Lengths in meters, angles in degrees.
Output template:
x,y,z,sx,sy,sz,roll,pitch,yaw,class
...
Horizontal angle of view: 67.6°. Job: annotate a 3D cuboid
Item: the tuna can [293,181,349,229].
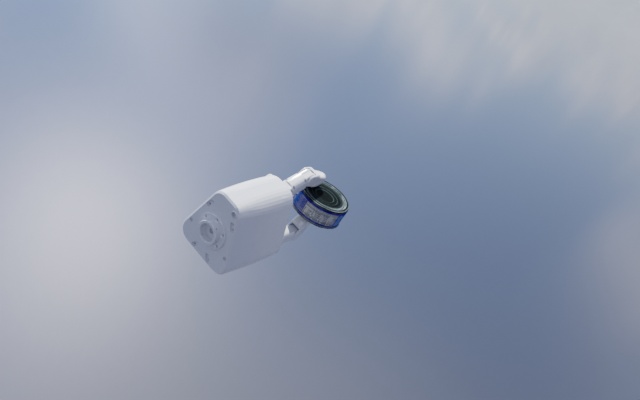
x,y,z,sx,sy,sz,roll,pitch,yaw,class
0.000,0.002,0.728,0.086,0.034,0.086,25,28,-15,tuna can
